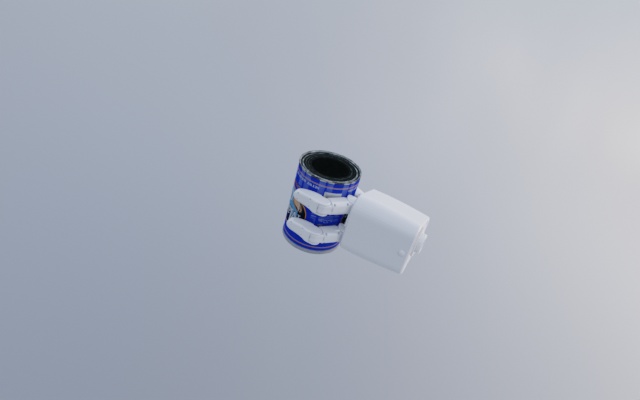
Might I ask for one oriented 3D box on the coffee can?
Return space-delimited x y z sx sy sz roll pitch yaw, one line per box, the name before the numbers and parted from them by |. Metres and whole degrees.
coffee can | 0.000 0.003 0.789 0.103 0.140 0.102 11 32 -7
